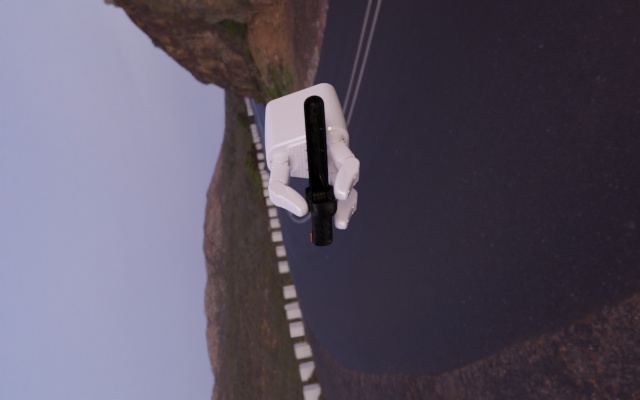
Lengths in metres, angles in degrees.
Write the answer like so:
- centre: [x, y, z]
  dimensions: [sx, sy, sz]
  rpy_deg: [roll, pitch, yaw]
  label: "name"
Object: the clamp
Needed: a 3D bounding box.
- centre: [-0.001, 0.002, 0.589]
  dimensions: [0.036, 0.164, 0.210]
  rpy_deg: [-4, -41, -2]
  label: "clamp"
